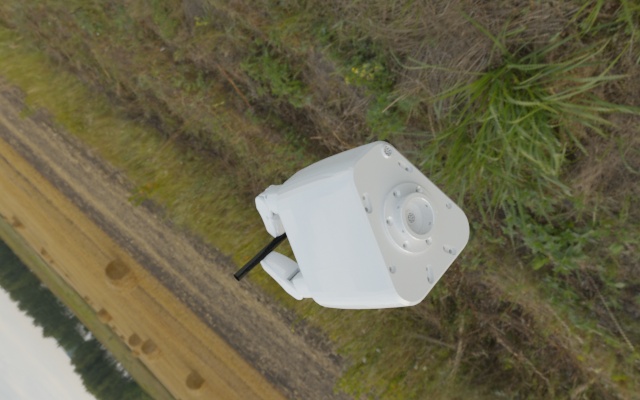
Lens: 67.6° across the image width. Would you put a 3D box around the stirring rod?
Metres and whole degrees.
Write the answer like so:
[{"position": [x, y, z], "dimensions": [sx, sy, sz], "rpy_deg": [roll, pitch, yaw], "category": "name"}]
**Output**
[{"position": [0.000, 0.002, 0.501], "dimensions": [0.239, 0.011, 0.011], "rpy_deg": [-42, 24, -29], "category": "stirring rod"}]
